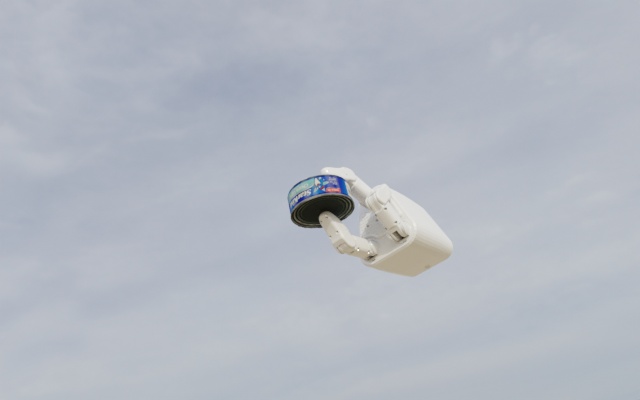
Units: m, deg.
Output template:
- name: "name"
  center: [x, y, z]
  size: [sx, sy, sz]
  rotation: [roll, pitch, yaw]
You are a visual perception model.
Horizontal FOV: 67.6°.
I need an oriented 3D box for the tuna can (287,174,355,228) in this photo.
- name: "tuna can"
  center: [0.000, 0.002, 0.631]
  size: [0.086, 0.033, 0.086]
  rotation: [-10, -30, -6]
